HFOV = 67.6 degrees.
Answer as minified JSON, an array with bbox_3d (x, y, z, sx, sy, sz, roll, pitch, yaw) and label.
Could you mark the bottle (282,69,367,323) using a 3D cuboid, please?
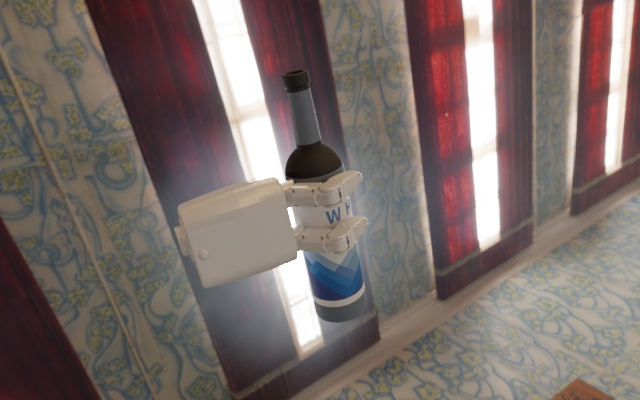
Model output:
[{"bbox_3d":[0.000,0.002,0.545,0.069,0.296,0.069,-9,24,4],"label":"bottle"}]
